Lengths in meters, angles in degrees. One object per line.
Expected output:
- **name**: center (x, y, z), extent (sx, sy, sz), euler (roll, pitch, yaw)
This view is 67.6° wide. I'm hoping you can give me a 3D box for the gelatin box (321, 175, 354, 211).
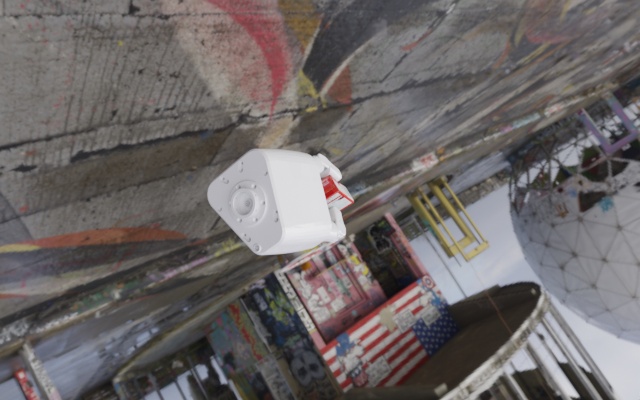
- **gelatin box**: center (0.000, 0.003, 0.667), extent (0.073, 0.030, 0.089), euler (-32, -18, 10)
